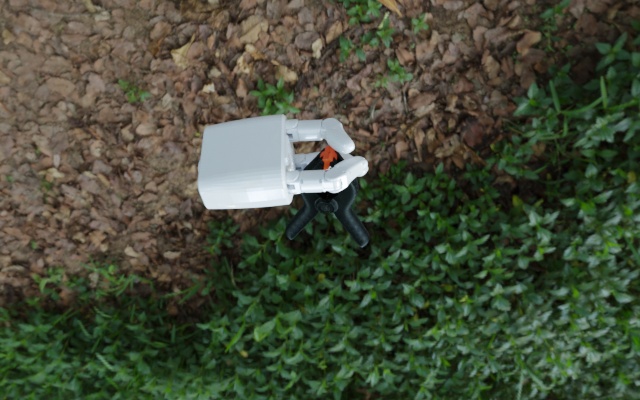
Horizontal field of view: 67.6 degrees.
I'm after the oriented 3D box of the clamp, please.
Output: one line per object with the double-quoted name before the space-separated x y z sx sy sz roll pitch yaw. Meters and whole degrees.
"clamp" 0.000 0.002 0.641 0.120 0.172 0.039 -5 41 7
